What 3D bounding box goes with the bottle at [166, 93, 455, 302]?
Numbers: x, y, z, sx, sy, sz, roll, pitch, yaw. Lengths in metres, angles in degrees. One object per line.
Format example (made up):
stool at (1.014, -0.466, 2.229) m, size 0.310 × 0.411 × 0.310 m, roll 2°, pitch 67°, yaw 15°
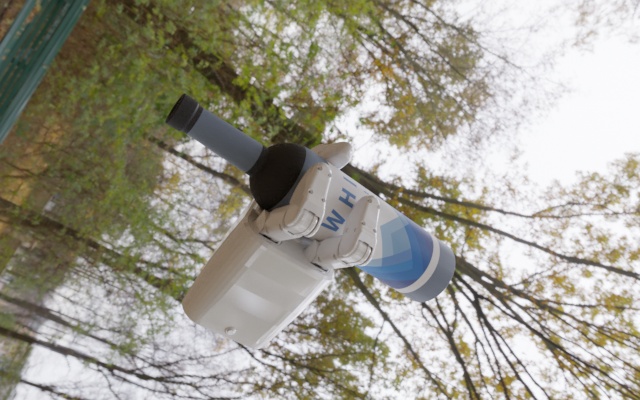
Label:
bottle at (0.000, 0.001, 0.428) m, size 0.296 × 0.069 × 0.069 m, roll 33°, pitch -15°, yaw -25°
